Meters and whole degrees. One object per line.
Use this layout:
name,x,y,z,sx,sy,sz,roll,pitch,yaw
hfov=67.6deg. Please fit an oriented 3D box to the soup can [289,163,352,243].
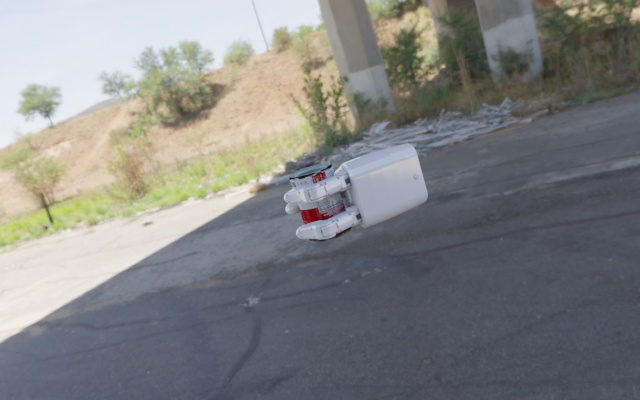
soup can,0.000,0.002,0.708,0.068,0.102,0.068,-17,13,4
